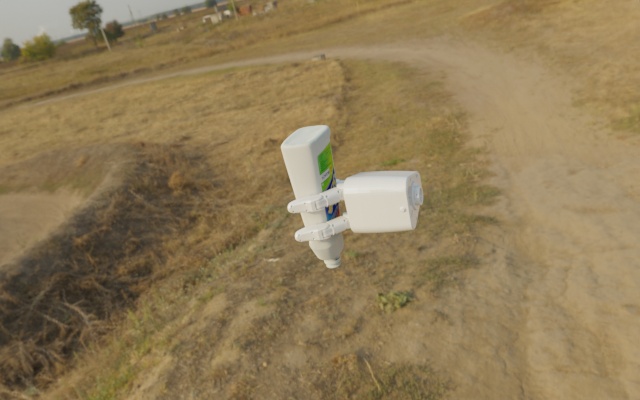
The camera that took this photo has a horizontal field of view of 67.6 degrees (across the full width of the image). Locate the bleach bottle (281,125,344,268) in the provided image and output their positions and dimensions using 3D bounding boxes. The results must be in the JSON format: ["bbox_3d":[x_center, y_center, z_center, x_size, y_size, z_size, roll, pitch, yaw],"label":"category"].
[{"bbox_3d":[0.000,0.003,0.842,0.068,0.251,0.102,-2,27,24],"label":"bleach bottle"}]
